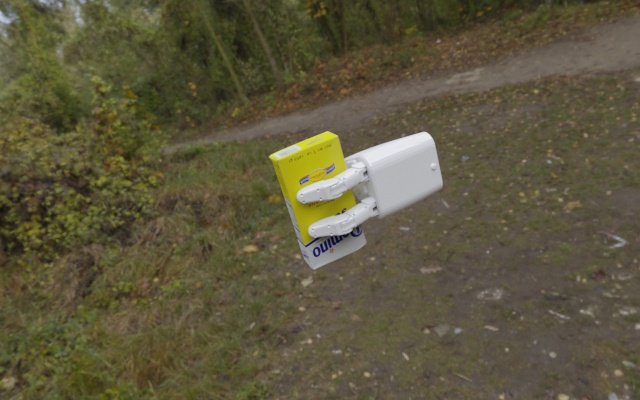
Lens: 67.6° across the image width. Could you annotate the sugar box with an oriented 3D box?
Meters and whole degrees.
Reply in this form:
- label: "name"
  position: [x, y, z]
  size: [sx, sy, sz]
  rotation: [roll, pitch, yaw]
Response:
- label: "sugar box"
  position: [0.000, 0.002, 0.676]
  size: [0.093, 0.176, 0.048]
  rotation: [-24, 22, -13]
